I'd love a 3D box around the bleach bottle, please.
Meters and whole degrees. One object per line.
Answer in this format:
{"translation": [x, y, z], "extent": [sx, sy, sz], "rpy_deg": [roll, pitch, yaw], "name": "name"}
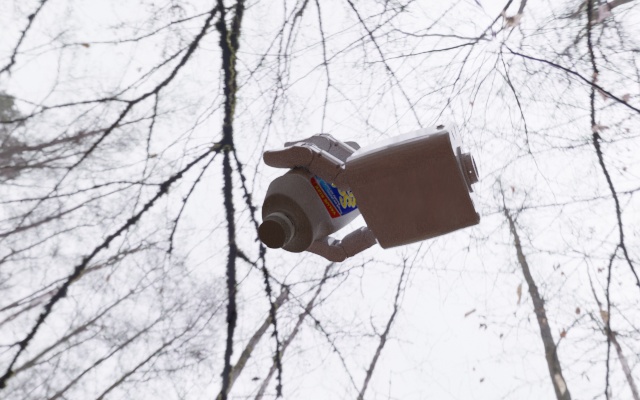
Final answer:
{"translation": [0.000, 0.002, 0.545], "extent": [0.068, 0.102, 0.250], "rpy_deg": [-17, 11, 24], "name": "bleach bottle"}
